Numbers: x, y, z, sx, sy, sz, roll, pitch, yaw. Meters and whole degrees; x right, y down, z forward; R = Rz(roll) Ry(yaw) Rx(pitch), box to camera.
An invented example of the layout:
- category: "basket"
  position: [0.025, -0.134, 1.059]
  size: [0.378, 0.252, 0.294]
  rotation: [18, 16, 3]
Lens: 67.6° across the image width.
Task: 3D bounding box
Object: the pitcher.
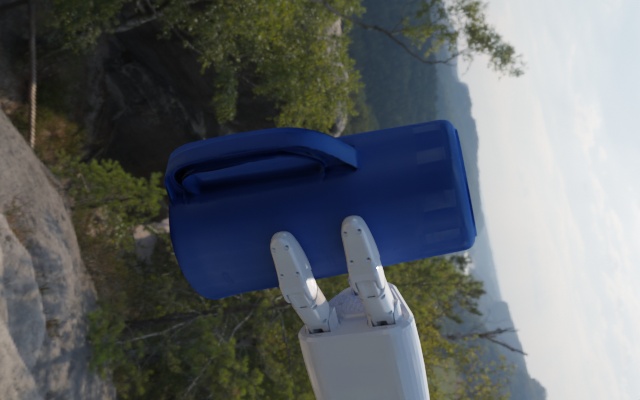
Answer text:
- category: "pitcher"
  position: [0.000, 0.002, 0.410]
  size: [0.243, 0.145, 0.149]
  rotation: [-11, 8, 16]
